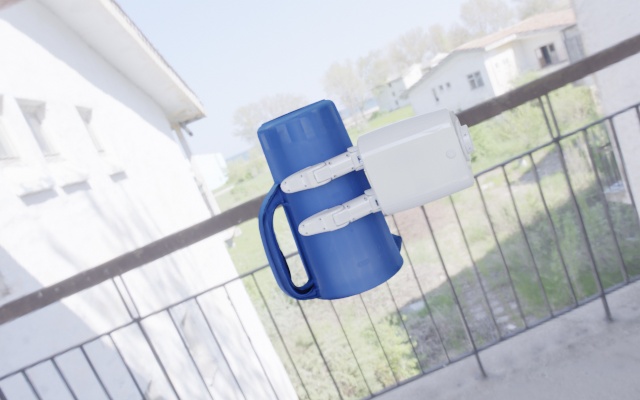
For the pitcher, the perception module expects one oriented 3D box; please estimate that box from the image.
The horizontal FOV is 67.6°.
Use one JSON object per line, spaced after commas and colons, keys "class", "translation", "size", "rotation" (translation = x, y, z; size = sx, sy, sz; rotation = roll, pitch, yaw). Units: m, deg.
{"class": "pitcher", "translation": [0.000, 0.002, 0.625], "size": [0.145, 0.243, 0.149], "rotation": [-18, 10, 23]}
